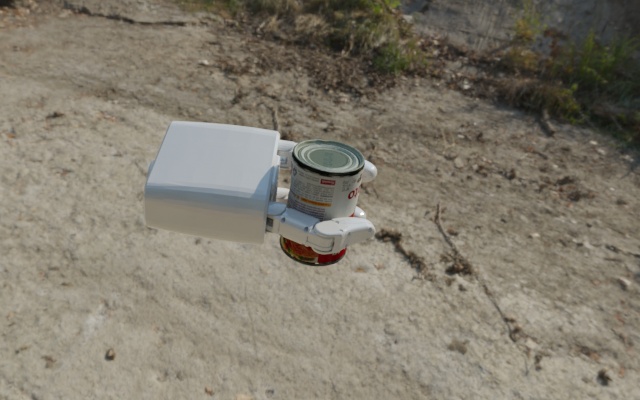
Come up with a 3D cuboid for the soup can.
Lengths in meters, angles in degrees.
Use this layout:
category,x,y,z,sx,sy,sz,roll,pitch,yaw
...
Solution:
category,x,y,z,sx,sy,sz,roll,pitch,yaw
soup can,0.001,0.001,0.450,0.068,0.102,0.068,7,32,-4
